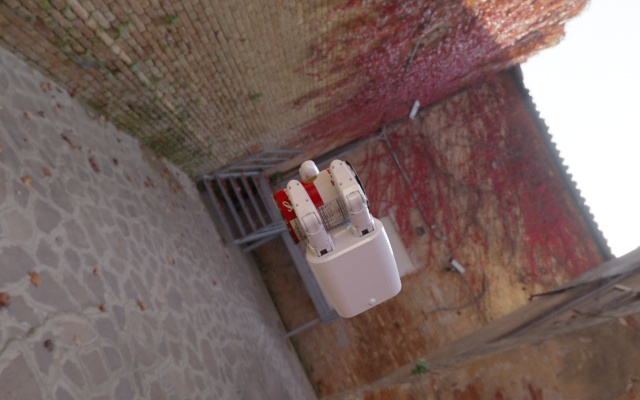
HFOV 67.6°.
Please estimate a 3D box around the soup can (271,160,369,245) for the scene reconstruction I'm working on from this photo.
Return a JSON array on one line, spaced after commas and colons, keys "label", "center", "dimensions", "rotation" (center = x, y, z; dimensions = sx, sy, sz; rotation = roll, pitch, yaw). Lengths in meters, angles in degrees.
[{"label": "soup can", "center": [0.000, 0.001, 0.583], "dimensions": [0.102, 0.068, 0.068], "rotation": [-26, 1, -3]}]
